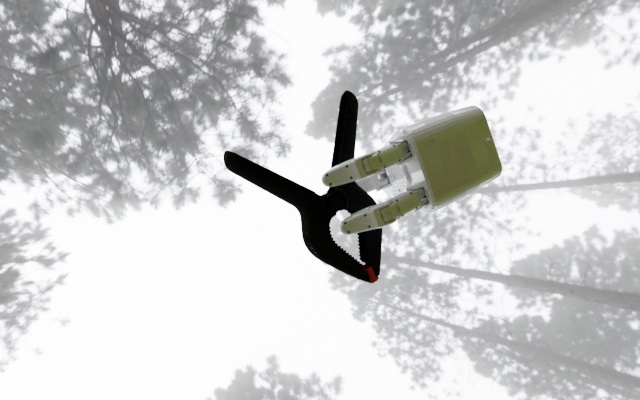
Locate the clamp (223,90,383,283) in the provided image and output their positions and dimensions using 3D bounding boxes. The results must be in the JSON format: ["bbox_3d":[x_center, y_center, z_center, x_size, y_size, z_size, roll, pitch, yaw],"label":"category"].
[{"bbox_3d":[0.000,0.002,0.525,0.164,0.210,0.036,-23,6,-16],"label":"clamp"}]
